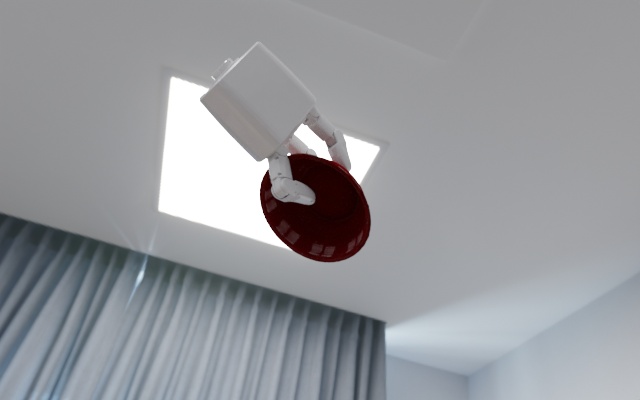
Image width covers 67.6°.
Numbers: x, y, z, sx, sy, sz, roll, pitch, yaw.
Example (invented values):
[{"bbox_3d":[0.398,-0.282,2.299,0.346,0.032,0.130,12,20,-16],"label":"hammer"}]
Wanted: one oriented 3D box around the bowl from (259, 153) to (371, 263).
[{"bbox_3d":[0.001,0.003,0.642,0.162,0.162,0.055,0,27,28],"label":"bowl"}]
